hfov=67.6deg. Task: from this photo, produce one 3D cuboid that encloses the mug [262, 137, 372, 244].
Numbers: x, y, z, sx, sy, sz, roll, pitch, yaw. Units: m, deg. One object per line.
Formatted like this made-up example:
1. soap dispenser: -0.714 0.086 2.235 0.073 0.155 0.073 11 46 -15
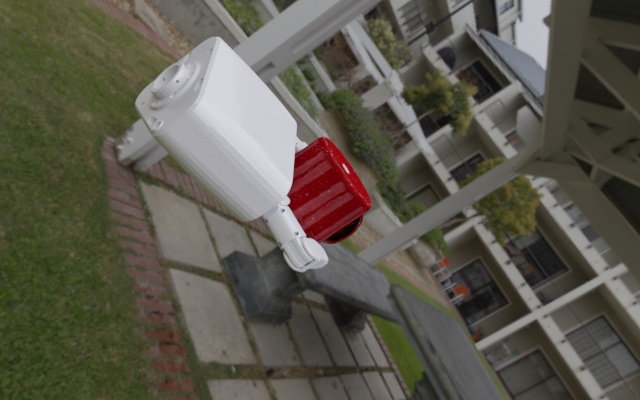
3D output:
1. mug: 0.001 0.002 0.454 0.081 0.093 0.117 -34 -51 11
